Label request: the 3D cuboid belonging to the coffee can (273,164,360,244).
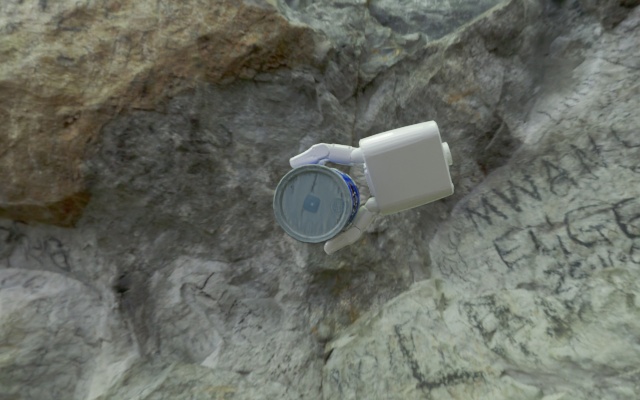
[{"bbox_3d":[0.000,0.002,0.680,0.103,0.103,0.140,0,2,9],"label":"coffee can"}]
